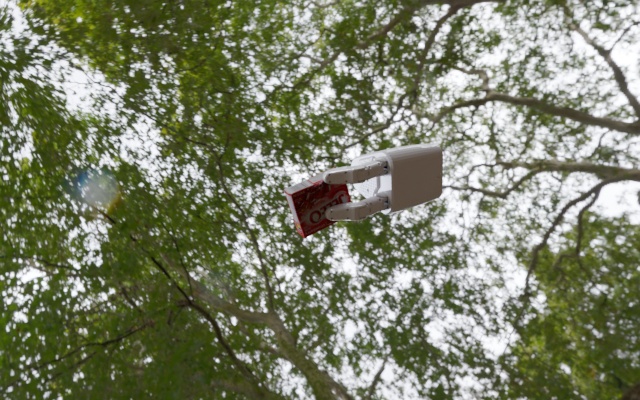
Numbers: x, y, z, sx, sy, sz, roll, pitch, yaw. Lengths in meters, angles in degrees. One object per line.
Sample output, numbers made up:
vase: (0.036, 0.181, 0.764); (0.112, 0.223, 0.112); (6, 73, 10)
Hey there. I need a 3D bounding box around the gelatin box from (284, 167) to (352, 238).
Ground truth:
gelatin box: (0.000, 0.002, 0.694); (0.089, 0.073, 0.030); (-25, 26, -18)
